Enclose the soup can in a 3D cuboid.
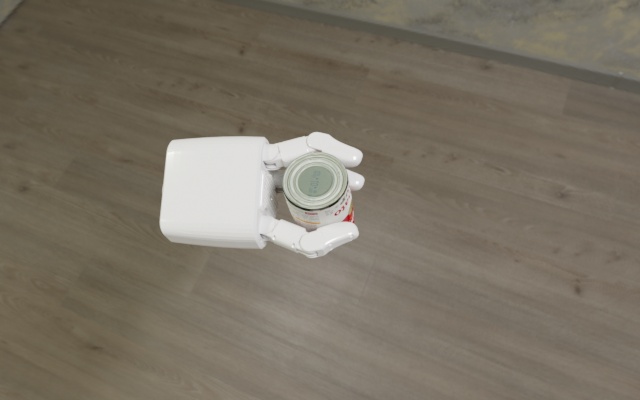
[{"bbox_3d":[0.001,0.002,0.511,0.068,0.068,0.102,0,-27,7],"label":"soup can"}]
